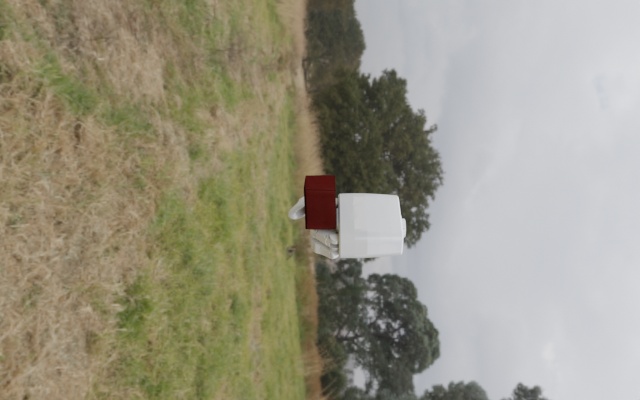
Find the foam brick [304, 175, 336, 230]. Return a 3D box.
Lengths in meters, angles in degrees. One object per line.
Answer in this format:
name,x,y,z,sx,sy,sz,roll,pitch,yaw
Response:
foam brick,0.000,0.002,0.793,0.051,0.078,0.053,0,31,2
